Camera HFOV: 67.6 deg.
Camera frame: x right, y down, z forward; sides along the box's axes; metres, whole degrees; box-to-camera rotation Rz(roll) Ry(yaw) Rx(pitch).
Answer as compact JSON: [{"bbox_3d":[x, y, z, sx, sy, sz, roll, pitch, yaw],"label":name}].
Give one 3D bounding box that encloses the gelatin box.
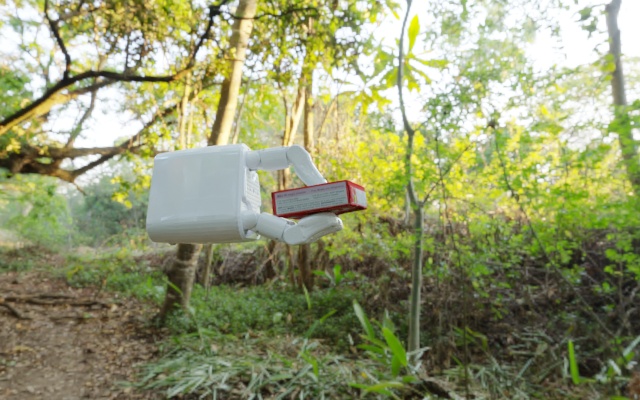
[{"bbox_3d":[0.000,0.001,0.530,0.089,0.030,0.073,-10,-8,18],"label":"gelatin box"}]
